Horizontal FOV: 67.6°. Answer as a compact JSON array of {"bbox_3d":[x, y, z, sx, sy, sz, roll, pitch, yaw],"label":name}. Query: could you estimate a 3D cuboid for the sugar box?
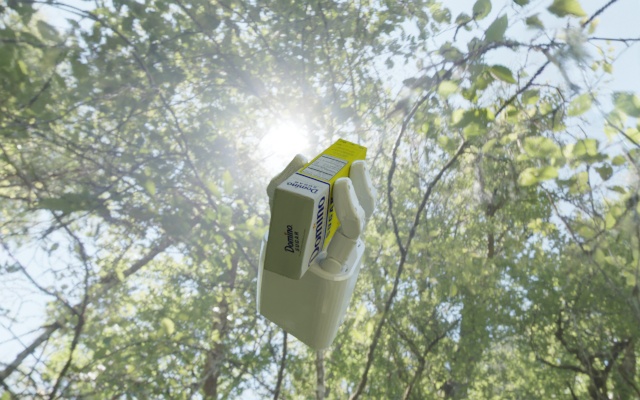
[{"bbox_3d":[0.001,0.002,0.515,0.048,0.093,0.176,17,28,12],"label":"sugar box"}]
